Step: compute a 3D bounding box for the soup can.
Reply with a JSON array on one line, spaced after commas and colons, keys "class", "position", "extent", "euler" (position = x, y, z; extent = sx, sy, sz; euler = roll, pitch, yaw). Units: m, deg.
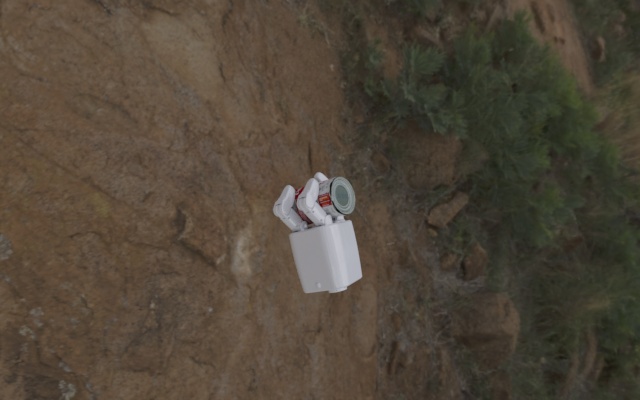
[{"class": "soup can", "position": [0.000, 0.002, 0.821], "extent": [0.102, 0.068, 0.068], "euler": [-16, -10, 38]}]
